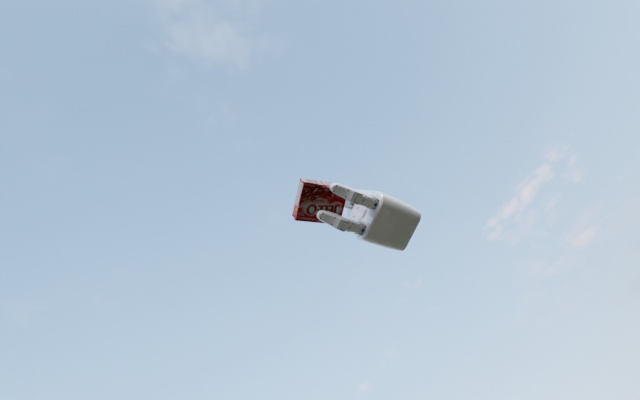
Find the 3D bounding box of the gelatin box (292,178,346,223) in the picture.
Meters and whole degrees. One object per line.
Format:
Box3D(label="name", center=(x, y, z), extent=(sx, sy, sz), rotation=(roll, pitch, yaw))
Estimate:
Box3D(label="gelatin box", center=(0.000, 0.003, 0.858), extent=(0.089, 0.073, 0.030), rotation=(7, 17, -21))
